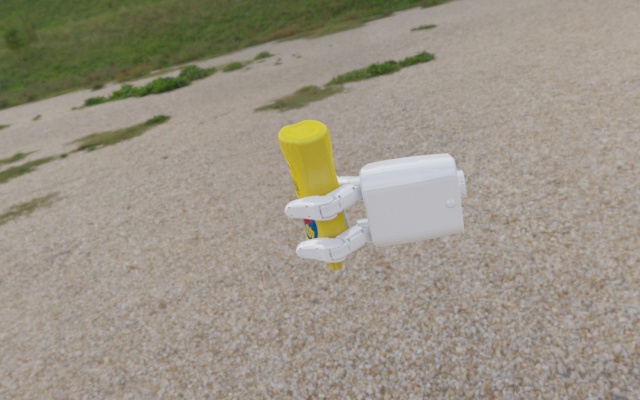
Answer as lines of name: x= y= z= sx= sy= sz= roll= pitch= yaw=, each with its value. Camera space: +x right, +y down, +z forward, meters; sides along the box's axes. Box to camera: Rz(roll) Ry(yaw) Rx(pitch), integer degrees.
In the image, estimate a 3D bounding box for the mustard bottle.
mustard bottle: x=0.000 y=0.002 z=0.592 sx=0.058 sy=0.192 sz=0.096 roll=-19 pitch=23 yaw=-10
